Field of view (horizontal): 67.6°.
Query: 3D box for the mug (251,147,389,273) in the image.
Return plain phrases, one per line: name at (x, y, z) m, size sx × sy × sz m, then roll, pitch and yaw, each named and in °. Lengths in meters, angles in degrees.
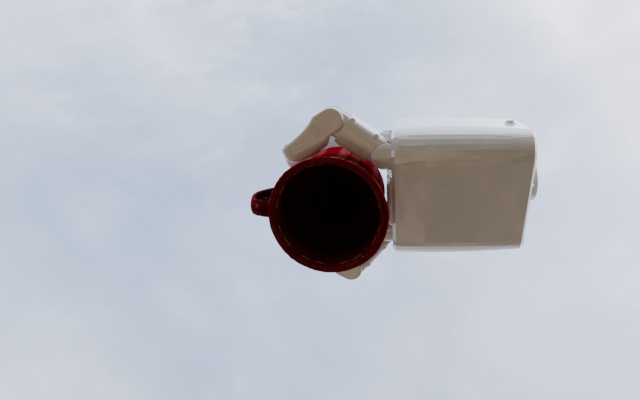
mug at (-0.001, 0.001, 0.402) m, size 0.117 × 0.093 × 0.081 m, roll -1°, pitch 16°, yaw 10°
